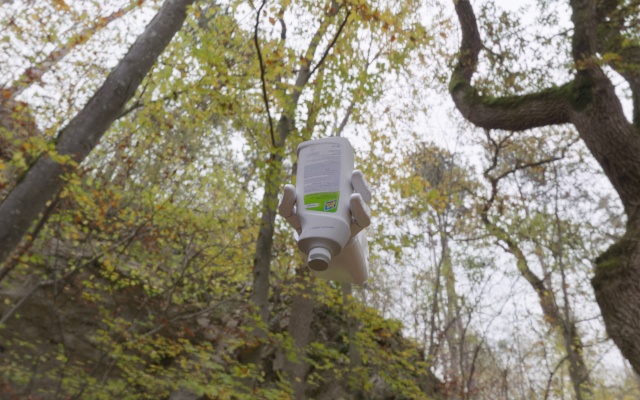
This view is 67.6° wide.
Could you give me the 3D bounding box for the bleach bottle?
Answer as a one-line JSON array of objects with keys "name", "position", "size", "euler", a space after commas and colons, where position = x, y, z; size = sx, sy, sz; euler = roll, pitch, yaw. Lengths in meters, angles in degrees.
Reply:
[{"name": "bleach bottle", "position": [0.000, 0.002, 0.745], "size": [0.102, 0.068, 0.250], "euler": [-9, 43, 15]}]
